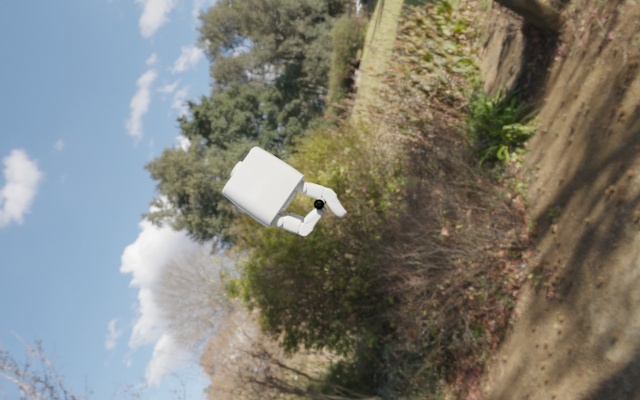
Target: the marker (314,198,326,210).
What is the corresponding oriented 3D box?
[{"bbox_3d":[0.000,0.003,0.882,0.020,0.020,0.121,0,4,3],"label":"marker"}]
